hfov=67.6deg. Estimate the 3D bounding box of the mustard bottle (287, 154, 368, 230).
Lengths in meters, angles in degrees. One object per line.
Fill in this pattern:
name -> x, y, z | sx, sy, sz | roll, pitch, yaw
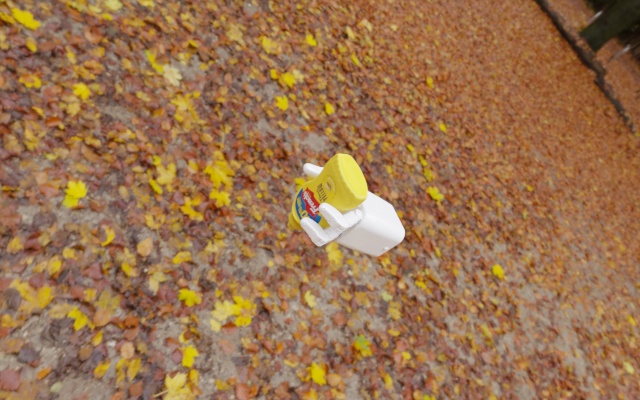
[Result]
mustard bottle -> 0.000, 0.003, 0.885 | 0.058, 0.096, 0.192 | -1, -30, -45
